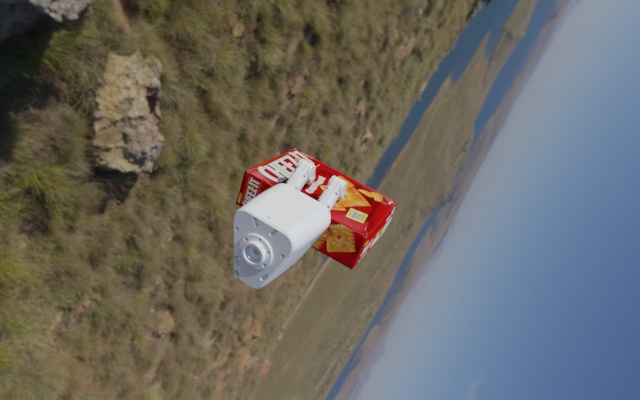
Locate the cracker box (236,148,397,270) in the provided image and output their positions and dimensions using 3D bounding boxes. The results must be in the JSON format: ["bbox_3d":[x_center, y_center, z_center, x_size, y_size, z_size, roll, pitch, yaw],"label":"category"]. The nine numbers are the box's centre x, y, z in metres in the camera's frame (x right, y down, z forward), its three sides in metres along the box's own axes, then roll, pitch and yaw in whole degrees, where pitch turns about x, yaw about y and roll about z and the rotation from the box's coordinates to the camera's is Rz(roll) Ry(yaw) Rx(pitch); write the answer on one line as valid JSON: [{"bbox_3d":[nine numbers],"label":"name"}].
[{"bbox_3d":[0.000,0.003,0.774,0.213,0.072,0.164,29,28,14],"label":"cracker box"}]
